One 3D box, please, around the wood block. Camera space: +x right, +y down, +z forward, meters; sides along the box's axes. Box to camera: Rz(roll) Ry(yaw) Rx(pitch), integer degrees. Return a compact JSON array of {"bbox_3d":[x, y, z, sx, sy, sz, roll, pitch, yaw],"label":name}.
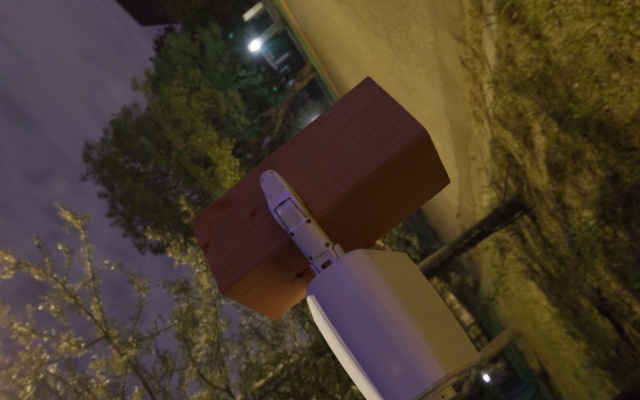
[{"bbox_3d":[0.000,0.002,0.430,0.206,0.090,0.091,-39,-38,4],"label":"wood block"}]
